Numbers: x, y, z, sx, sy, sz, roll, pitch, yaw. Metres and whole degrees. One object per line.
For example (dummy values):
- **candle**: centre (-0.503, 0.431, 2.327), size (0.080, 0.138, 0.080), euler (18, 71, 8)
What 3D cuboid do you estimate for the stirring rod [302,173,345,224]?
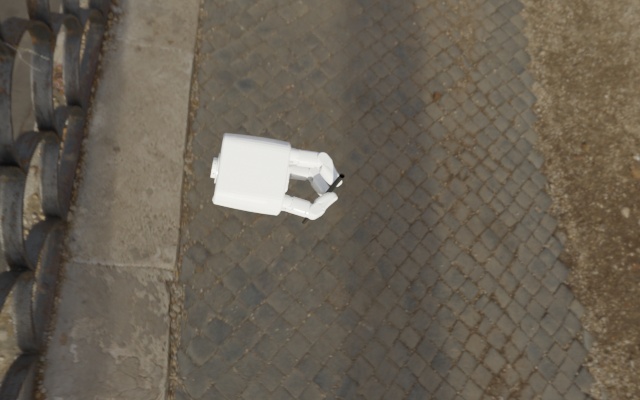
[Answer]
- **stirring rod**: centre (0.000, 0.003, 0.834), size (0.011, 0.011, 0.240), euler (0, -20, -17)
